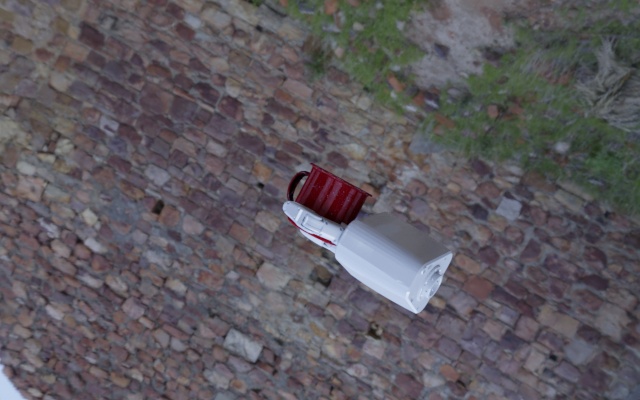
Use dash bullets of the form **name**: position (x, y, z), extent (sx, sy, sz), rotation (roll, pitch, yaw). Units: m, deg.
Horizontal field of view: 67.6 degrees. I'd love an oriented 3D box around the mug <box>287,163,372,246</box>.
- **mug**: position (-0.001, 0.002, 0.638), extent (0.117, 0.081, 0.093), rotation (30, 4, 31)
